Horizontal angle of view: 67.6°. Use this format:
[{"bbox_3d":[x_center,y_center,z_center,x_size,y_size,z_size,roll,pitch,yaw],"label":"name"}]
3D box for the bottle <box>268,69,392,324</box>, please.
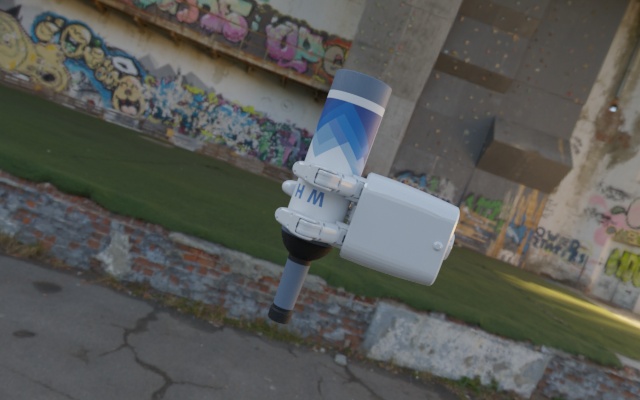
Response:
[{"bbox_3d":[0.000,0.002,0.552,0.069,0.296,0.069,20,4,-2],"label":"bottle"}]
